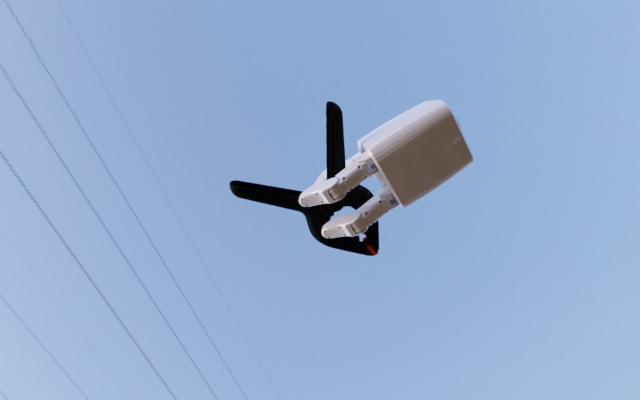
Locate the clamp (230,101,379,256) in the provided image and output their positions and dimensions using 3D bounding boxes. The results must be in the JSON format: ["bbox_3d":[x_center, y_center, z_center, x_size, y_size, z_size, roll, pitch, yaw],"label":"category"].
[{"bbox_3d":[0.000,0.002,0.609,0.164,0.210,0.036,-31,26,6],"label":"clamp"}]
